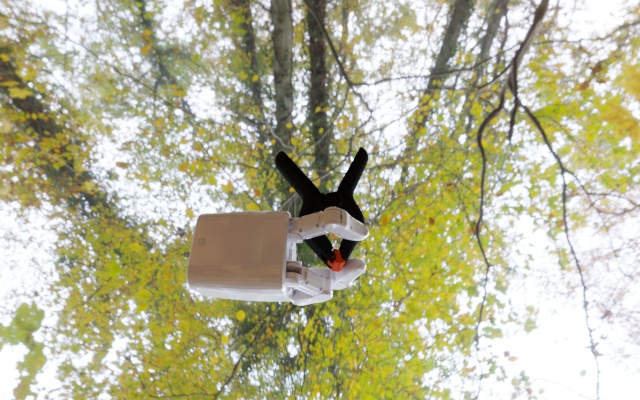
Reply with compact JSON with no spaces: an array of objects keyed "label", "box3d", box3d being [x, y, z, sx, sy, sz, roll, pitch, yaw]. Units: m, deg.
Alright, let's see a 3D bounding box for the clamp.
[{"label":"clamp","box3d":[0.000,0.002,0.585,0.120,0.171,0.039,1,-33,3]}]
